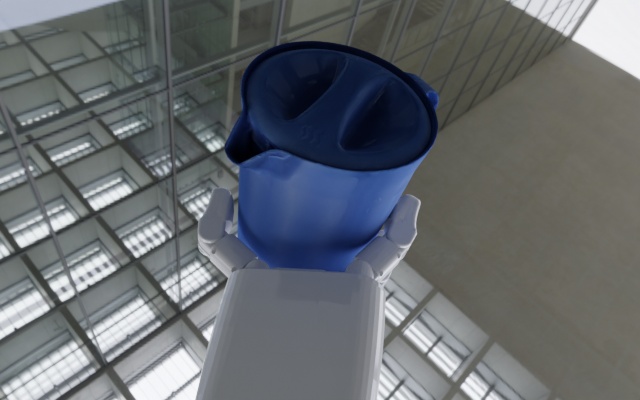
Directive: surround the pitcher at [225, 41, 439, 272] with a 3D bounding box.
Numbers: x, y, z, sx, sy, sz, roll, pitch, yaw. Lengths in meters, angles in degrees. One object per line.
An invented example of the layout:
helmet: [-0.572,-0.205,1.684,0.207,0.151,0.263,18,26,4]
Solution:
pitcher: [0.000,0.001,0.405,0.149,0.145,0.243,12,-41,-5]
